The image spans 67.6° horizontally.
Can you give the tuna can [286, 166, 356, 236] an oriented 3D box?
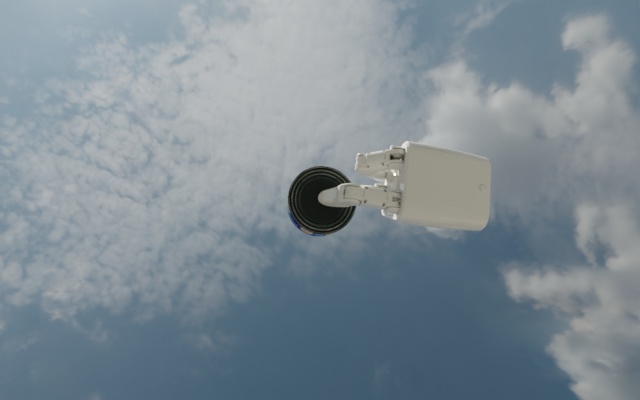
[{"bbox_3d":[0.000,0.002,0.601,0.086,0.086,0.034,0,-11,-10],"label":"tuna can"}]
